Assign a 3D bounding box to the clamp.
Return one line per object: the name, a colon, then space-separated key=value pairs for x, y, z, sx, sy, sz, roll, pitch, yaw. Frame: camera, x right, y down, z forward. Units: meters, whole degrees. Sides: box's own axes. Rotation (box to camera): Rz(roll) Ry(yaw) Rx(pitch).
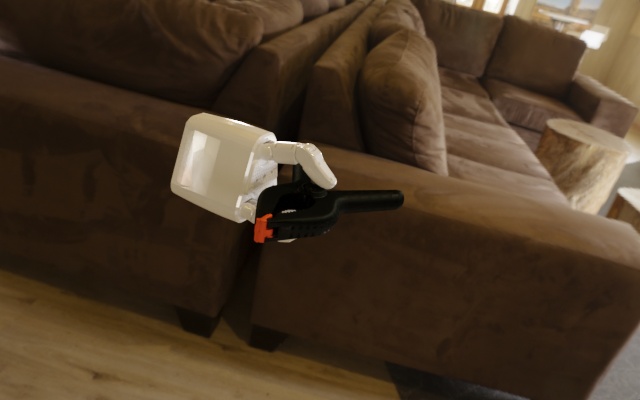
clamp: x=0.000 y=0.001 z=0.564 sx=0.164 sy=0.036 sz=0.210 roll=19 pitch=27 yaw=18
